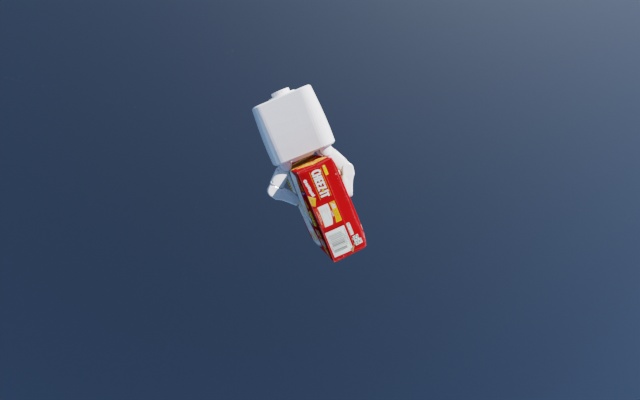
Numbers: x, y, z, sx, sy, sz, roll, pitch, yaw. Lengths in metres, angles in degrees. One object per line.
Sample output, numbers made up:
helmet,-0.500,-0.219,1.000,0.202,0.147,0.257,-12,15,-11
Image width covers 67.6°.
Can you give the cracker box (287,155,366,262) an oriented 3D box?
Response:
cracker box,0.000,0.003,0.869,0.072,0.164,0.213,-24,11,-7
